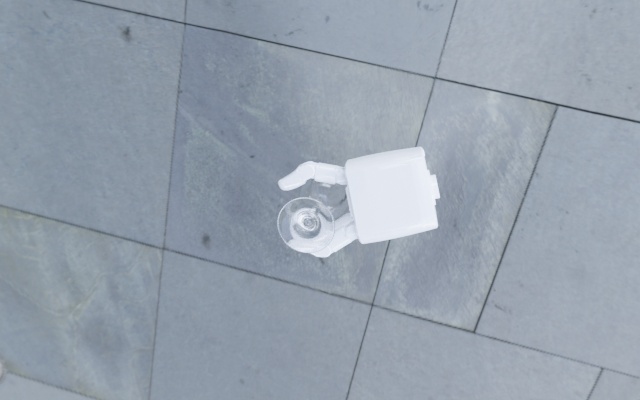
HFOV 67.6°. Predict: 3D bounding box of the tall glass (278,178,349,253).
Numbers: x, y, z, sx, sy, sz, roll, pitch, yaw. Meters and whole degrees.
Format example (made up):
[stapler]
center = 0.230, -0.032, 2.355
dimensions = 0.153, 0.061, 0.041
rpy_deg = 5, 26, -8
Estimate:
[tall glass]
center = 0.000, 0.002, 0.691
dimensions = 0.079, 0.079, 0.201
rpy_deg = 0, 17, 11
